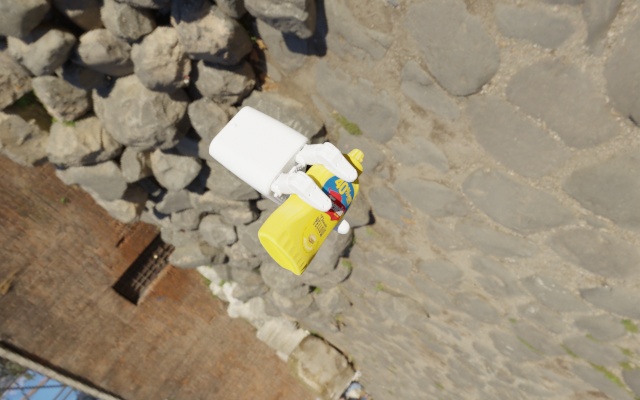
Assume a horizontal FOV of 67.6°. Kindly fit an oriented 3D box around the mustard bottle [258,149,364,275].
[{"bbox_3d":[0.000,0.002,0.653,0.058,0.191,0.096,22,-26,36],"label":"mustard bottle"}]
